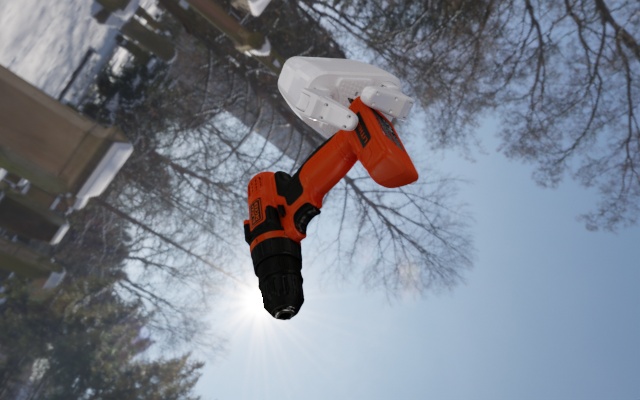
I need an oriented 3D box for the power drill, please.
[{"bbox_3d":[0.000,0.001,0.467,0.188,0.184,0.057,-38,-47,22],"label":"power drill"}]
